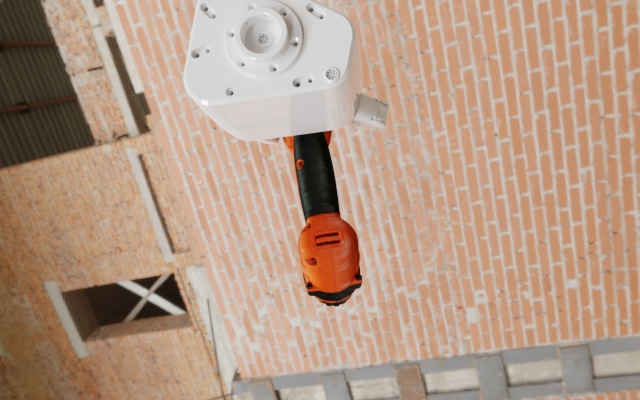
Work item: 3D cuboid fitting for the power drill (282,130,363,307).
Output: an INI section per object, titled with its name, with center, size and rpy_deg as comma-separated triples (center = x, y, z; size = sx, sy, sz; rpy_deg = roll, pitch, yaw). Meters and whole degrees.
[power drill]
center = 0.000, 0.001, 0.455
size = 0.057, 0.187, 0.184
rpy_deg = -10, -22, -3
